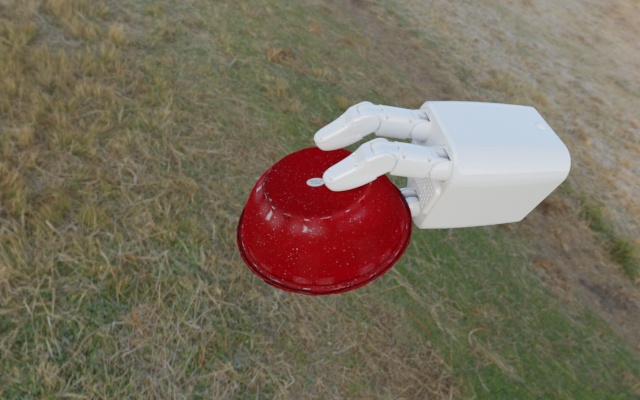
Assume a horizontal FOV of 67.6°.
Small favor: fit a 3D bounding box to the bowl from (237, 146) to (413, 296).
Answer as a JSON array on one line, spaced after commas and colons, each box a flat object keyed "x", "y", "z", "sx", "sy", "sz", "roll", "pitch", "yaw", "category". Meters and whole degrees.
[{"x": -0.001, "y": 0.002, "z": 0.420, "sx": 0.162, "sy": 0.162, "sz": 0.055, "roll": -4, "pitch": -45, "yaw": 4, "category": "bowl"}]
